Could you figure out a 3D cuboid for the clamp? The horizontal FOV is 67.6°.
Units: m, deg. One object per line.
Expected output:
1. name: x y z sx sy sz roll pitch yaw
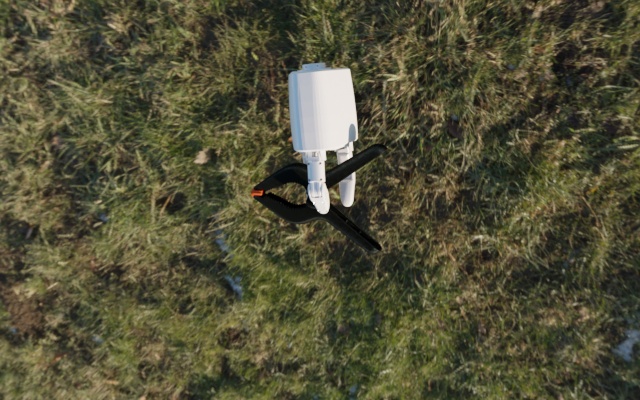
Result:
1. clamp: -0.001 0.002 0.716 0.210 0.164 0.036 -2 13 14
